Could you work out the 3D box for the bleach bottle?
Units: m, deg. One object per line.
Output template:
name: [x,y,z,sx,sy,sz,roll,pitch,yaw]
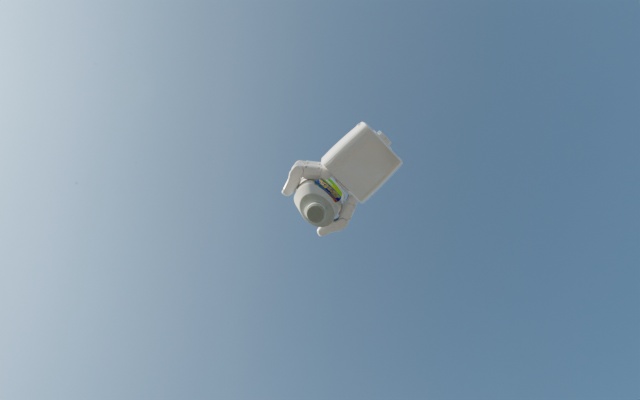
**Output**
bleach bottle: [0.000,0.003,0.871,0.068,0.102,0.250,-44,8,9]
